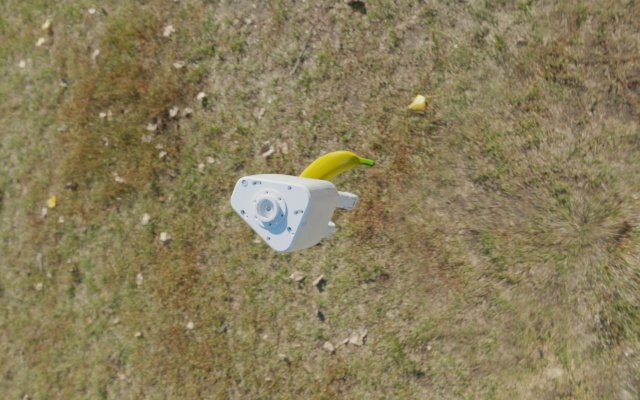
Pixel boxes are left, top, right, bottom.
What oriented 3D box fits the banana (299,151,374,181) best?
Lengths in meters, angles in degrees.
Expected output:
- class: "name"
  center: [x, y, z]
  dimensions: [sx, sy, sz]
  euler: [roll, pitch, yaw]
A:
- class: "banana"
  center: [-0.010, -0.013, 0.747]
  dimensions: [0.198, 0.069, 0.037]
  euler: [-43, -2, 13]
